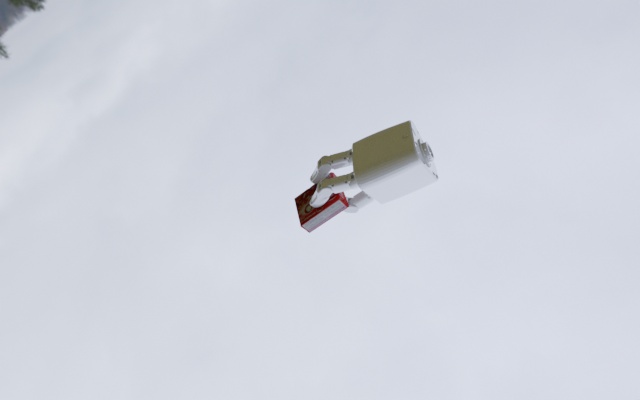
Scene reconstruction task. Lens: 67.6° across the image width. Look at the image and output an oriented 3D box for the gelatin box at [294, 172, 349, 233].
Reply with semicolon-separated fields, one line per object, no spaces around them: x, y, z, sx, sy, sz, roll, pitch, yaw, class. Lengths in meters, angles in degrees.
0.000;0.003;0.832;0.089;0.073;0.030;-35;-50;17;gelatin box
